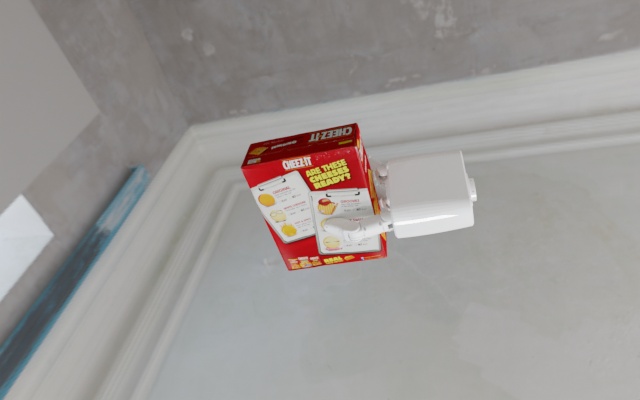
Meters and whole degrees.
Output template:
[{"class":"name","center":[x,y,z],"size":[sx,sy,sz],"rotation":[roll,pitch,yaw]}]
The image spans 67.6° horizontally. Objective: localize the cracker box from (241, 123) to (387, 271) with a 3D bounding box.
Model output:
[{"class":"cracker box","center":[0.000,0.003,0.712],"size":[0.164,0.214,0.072],"rotation":[-9,38,13]}]
